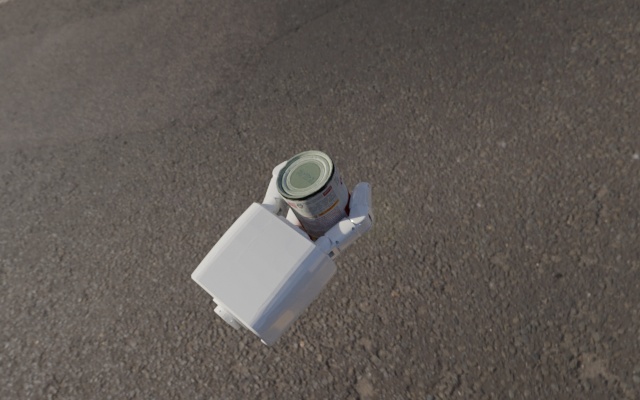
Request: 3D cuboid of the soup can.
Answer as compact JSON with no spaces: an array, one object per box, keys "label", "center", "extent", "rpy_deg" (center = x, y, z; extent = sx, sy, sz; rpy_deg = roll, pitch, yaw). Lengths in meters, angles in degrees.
[{"label":"soup can","center":[0.000,0.001,0.535],"extent":[0.068,0.068,0.102],"rpy_deg":[0,-36,26]}]
